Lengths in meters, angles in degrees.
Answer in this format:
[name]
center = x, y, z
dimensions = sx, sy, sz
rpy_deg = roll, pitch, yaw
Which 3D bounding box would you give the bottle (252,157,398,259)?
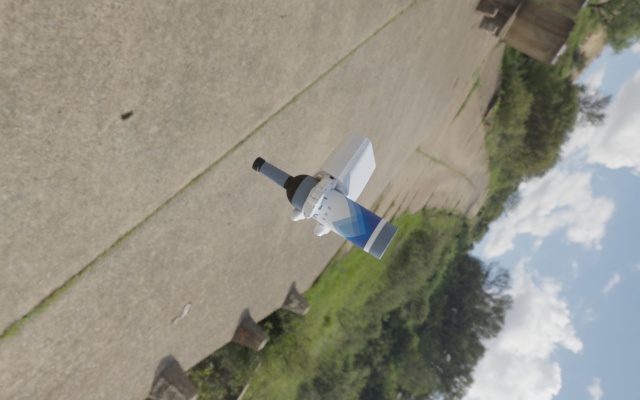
[bottle]
center = 0.000, 0.003, 0.886
dimensions = 0.295, 0.069, 0.069
rpy_deg = 31, 6, 10
